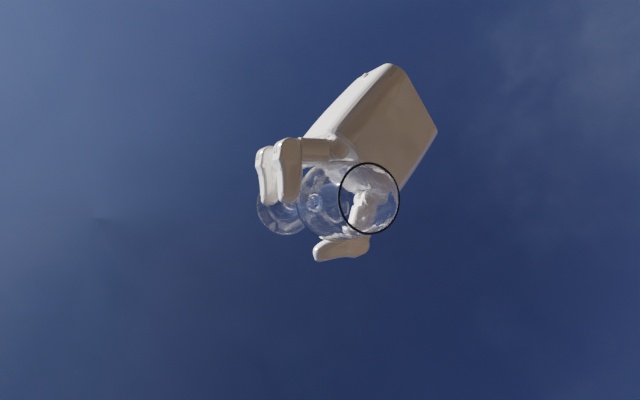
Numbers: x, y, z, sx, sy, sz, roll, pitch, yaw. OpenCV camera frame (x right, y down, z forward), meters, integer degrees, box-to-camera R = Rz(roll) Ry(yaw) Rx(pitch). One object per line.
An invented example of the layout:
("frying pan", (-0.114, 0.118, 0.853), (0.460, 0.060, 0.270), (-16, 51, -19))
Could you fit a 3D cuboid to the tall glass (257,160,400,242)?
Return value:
("tall glass", (0.000, 0.002, 0.494), (0.079, 0.079, 0.201), (0, -2, -25))
